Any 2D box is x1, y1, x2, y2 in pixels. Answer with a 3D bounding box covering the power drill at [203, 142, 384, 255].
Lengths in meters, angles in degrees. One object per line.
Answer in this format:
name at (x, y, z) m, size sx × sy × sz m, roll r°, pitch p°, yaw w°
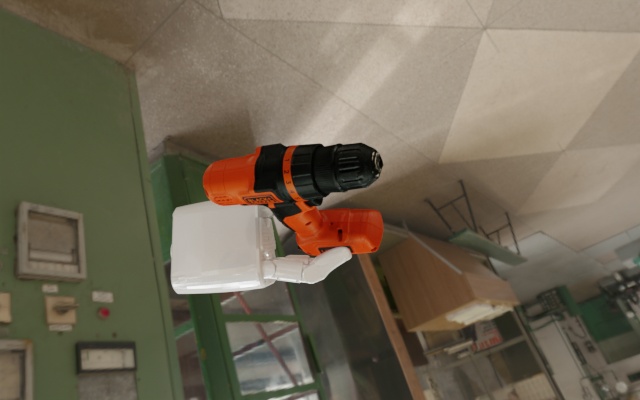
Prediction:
power drill at (0.000, 0.002, 0.502) m, size 0.184 × 0.057 × 0.188 m, roll -3°, pitch -27°, yaw 28°
